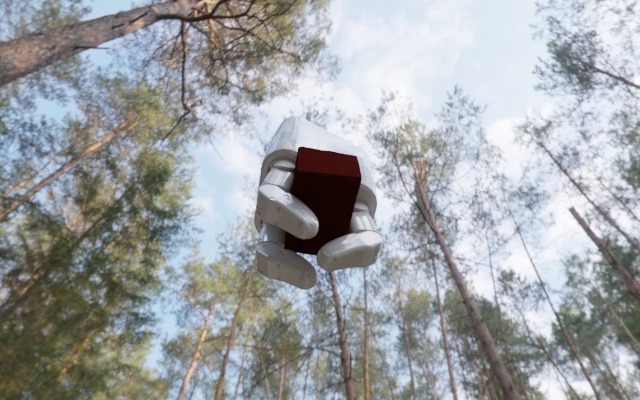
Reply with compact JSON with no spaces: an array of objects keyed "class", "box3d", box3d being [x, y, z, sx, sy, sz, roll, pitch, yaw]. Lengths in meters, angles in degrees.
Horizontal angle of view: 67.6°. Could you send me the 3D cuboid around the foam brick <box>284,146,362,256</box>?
[{"class":"foam brick","box3d":[0.000,0.001,0.401,0.053,0.078,0.051,9,29,-4]}]
